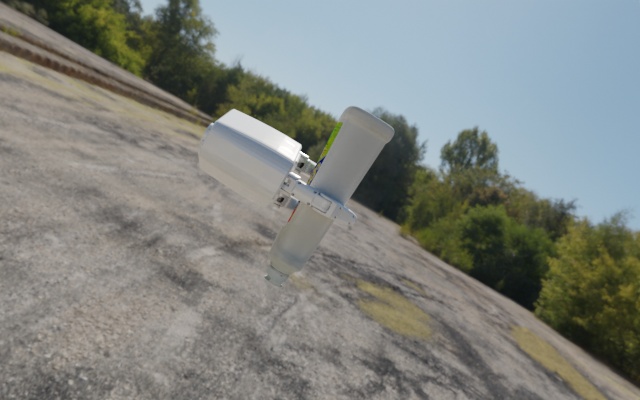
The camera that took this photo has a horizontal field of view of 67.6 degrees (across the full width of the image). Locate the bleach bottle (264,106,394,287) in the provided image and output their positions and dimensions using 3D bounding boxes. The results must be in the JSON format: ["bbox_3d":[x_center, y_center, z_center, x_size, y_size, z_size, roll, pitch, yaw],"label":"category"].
[{"bbox_3d":[0.000,0.002,0.627,0.068,0.251,0.102,30,3,-7],"label":"bleach bottle"}]
